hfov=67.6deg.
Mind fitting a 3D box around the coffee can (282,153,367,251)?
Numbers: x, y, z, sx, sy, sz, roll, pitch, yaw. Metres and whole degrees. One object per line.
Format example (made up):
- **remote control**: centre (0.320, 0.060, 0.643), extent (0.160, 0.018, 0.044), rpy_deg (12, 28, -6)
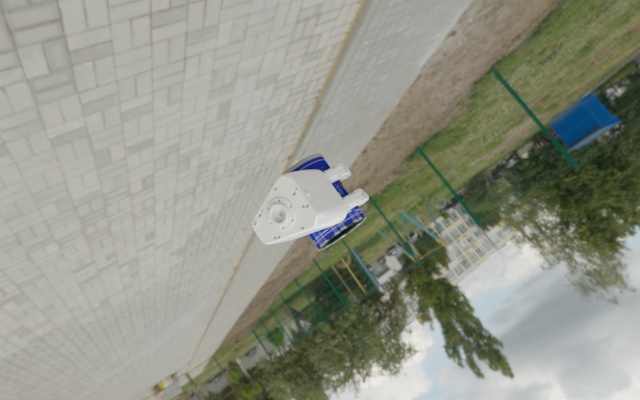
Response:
- **coffee can**: centre (0.000, 0.003, 0.847), extent (0.103, 0.140, 0.103), rpy_deg (-34, -11, -7)
